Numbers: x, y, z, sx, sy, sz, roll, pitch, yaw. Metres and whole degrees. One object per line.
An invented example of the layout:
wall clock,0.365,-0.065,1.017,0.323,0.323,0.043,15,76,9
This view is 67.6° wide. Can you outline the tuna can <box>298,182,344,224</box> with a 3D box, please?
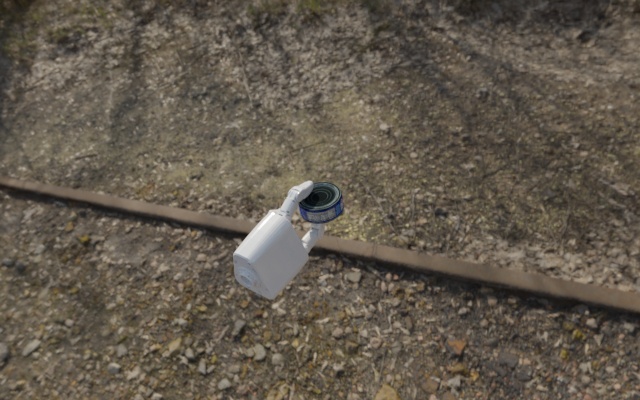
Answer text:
tuna can,0.000,0.002,0.896,0.086,0.034,0.086,-7,39,6
